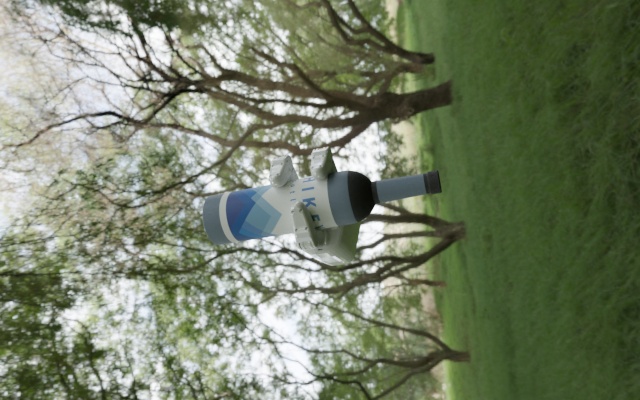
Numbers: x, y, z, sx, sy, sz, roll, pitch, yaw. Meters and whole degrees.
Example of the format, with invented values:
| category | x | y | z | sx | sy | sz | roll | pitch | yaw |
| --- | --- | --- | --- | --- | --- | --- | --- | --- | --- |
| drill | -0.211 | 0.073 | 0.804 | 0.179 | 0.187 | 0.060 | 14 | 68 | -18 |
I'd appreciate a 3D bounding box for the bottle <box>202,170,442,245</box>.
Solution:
| category | x | y | z | sx | sy | sz | roll | pitch | yaw |
| --- | --- | --- | --- | --- | --- | --- | --- | --- | --- |
| bottle | 0.000 | 0.002 | 0.598 | 0.296 | 0.069 | 0.069 | -10 | -3 | 14 |
